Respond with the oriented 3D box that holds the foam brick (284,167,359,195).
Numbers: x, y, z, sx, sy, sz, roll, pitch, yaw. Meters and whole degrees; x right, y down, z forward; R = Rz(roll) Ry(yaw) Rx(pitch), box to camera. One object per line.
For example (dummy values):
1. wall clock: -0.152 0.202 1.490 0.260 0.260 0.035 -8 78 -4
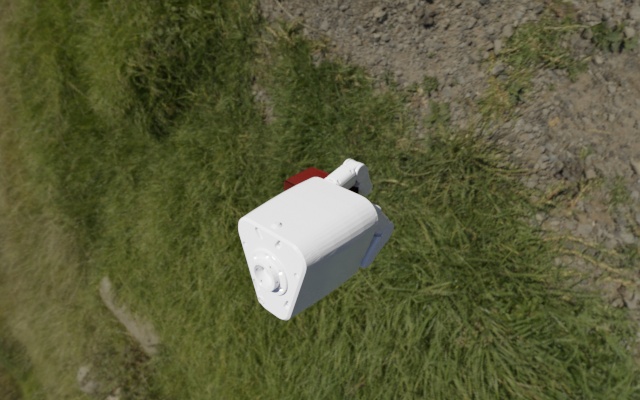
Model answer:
1. foam brick: 0.000 0.002 0.573 0.078 0.053 0.051 25 40 35
